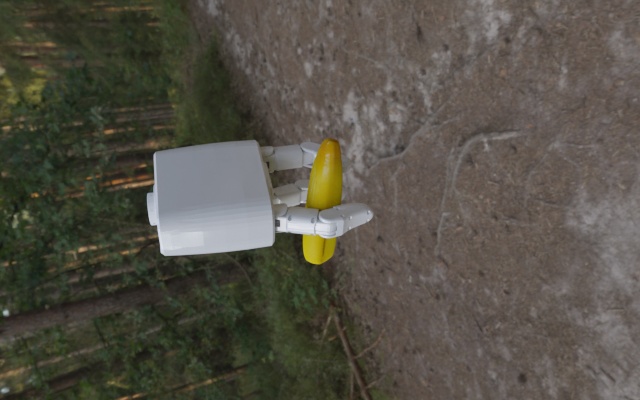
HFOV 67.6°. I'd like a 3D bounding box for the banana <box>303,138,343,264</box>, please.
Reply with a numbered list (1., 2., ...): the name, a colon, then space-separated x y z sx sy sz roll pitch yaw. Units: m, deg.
1. banana: 0.000 0.019 0.519 0.037 0.069 0.198 1 -33 -3
